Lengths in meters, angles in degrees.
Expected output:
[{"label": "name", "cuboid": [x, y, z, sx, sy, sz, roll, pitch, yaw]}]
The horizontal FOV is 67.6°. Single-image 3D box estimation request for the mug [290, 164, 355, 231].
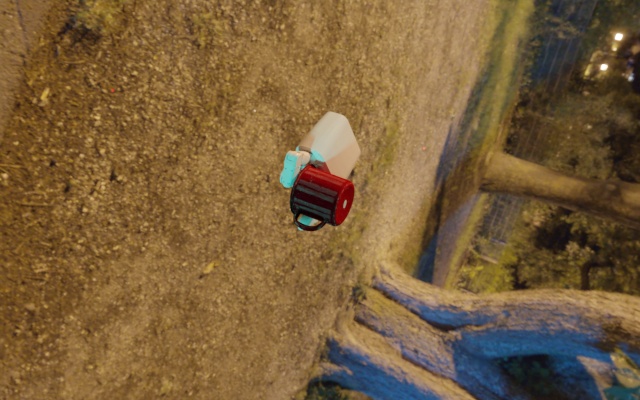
[{"label": "mug", "cuboid": [0.000, 0.004, 0.804, 0.081, 0.117, 0.093, 20, -32, 22]}]
